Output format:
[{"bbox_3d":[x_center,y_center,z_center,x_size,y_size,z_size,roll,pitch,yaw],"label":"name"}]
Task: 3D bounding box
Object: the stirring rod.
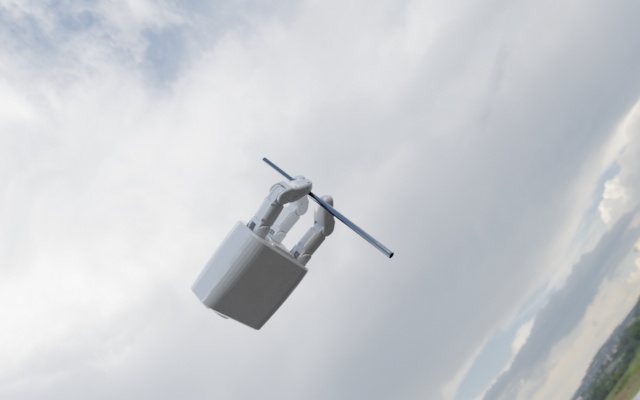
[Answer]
[{"bbox_3d":[0.000,0.002,0.597,0.011,0.011,0.239,0,29,-49],"label":"stirring rod"}]
